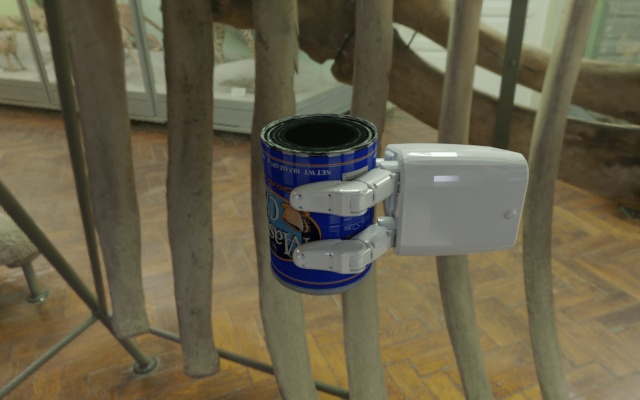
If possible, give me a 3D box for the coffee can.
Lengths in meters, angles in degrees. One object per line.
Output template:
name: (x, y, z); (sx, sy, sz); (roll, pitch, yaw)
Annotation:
coffee can: (0.000, 0.002, 0.446); (0.103, 0.140, 0.102); (-1, 28, 0)
